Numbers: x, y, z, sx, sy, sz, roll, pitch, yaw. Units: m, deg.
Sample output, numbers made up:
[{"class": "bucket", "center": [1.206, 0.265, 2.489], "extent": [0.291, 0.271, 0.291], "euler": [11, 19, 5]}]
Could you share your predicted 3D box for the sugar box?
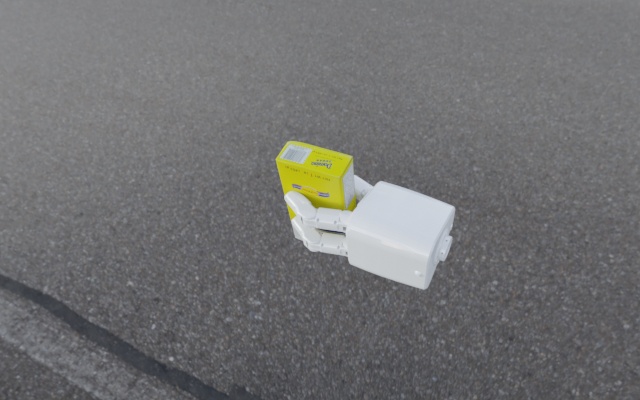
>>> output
[{"class": "sugar box", "center": [0.000, 0.003, 0.658], "extent": [0.093, 0.048, 0.176], "euler": [17, -37, 21]}]
